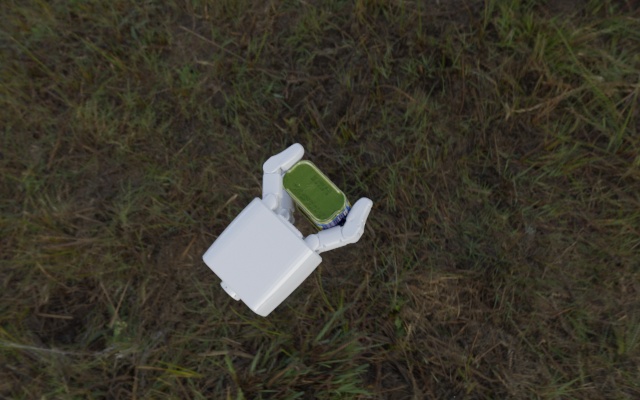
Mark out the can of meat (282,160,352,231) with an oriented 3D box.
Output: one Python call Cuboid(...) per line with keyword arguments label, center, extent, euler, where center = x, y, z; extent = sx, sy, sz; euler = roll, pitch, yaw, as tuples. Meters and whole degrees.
Cuboid(label="can of meat", center=(0.000, 0.002, 0.647), extent=(0.102, 0.057, 0.084), euler=(45, -4, 26))
